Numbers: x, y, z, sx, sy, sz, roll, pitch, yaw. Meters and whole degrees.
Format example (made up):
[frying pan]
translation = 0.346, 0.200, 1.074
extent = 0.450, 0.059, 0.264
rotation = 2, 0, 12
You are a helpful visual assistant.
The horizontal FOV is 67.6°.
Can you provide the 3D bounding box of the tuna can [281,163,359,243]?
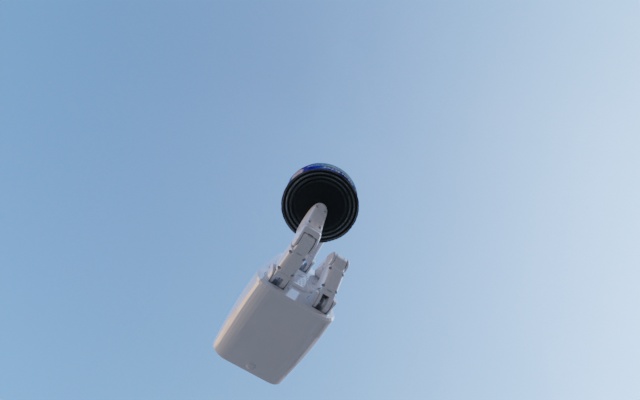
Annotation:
[tuna can]
translation = 0.000, 0.002, 0.539
extent = 0.086, 0.086, 0.033
rotation = 0, 18, 3
